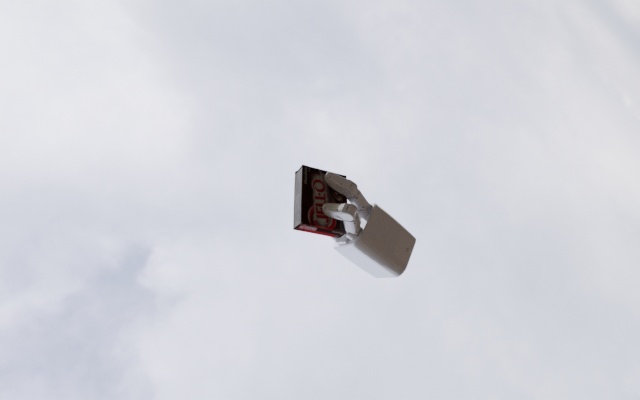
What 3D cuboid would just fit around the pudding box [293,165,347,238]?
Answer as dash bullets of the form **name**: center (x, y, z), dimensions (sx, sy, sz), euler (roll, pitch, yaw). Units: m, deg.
- **pudding box**: center (0.000, 0.003, 0.827), dimensions (0.090, 0.113, 0.039), euler (13, -29, -27)
